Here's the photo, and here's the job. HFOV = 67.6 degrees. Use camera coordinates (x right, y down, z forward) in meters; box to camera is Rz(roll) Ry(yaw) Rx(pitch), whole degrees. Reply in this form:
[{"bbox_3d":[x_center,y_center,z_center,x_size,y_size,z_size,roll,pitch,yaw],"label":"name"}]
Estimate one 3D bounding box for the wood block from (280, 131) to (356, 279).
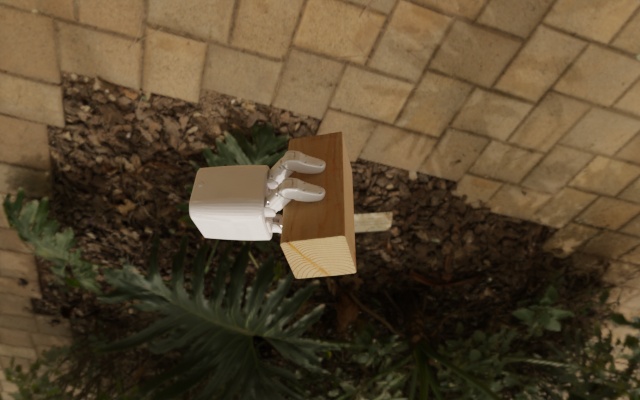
[{"bbox_3d":[0.000,0.003,0.715,0.090,0.206,0.091,-7,-42,10],"label":"wood block"}]
